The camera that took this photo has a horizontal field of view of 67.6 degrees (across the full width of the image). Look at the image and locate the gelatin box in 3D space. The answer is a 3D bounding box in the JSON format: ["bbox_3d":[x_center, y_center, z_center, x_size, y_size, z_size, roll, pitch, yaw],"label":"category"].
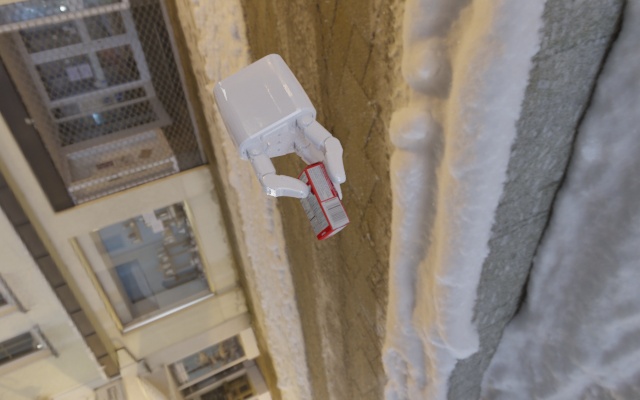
[{"bbox_3d":[0.000,0.003,0.628,0.030,0.089,0.073,-22,-9,-19],"label":"gelatin box"}]
